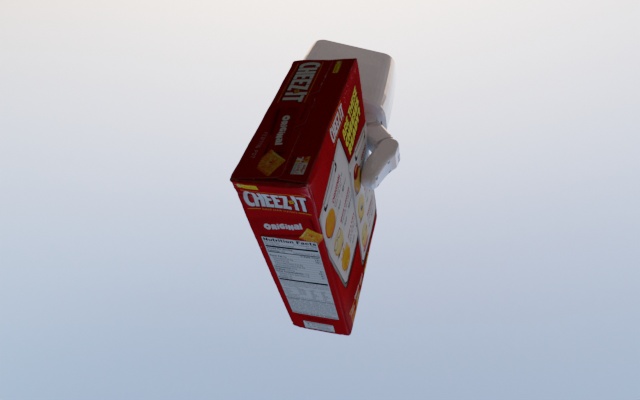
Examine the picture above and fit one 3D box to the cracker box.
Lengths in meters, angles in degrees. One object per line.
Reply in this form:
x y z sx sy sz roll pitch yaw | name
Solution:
0.000 0.002 0.457 0.072 0.164 0.214 3 -42 18 | cracker box
